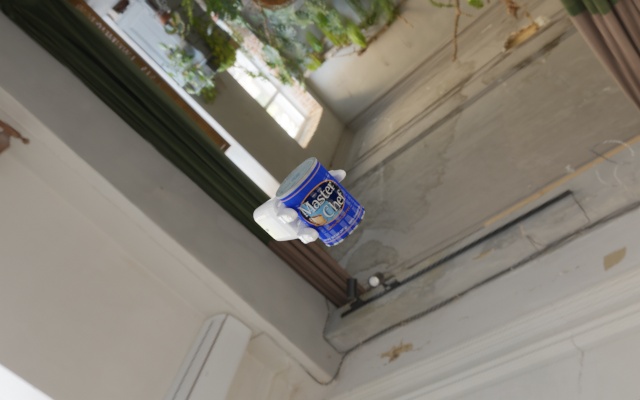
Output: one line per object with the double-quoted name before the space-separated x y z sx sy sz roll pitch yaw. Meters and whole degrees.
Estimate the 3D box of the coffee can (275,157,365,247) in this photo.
"coffee can" 0.000 0.003 0.899 0.140 0.103 0.103 45 -16 -16
